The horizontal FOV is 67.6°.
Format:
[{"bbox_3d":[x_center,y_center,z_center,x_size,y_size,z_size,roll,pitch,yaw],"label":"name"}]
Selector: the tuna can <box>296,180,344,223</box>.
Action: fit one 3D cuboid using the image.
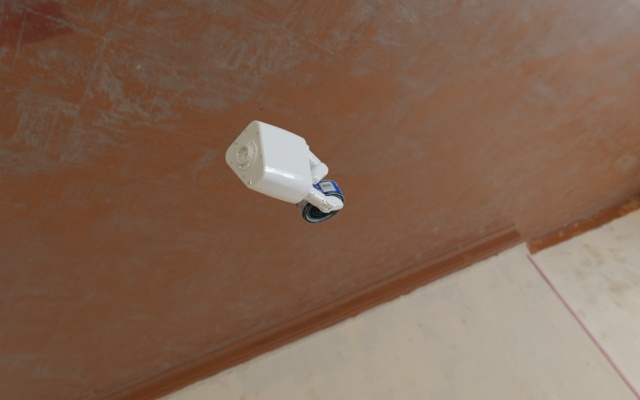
[{"bbox_3d":[0.000,0.003,0.882,0.086,0.033,0.086,-21,-33,-14],"label":"tuna can"}]
